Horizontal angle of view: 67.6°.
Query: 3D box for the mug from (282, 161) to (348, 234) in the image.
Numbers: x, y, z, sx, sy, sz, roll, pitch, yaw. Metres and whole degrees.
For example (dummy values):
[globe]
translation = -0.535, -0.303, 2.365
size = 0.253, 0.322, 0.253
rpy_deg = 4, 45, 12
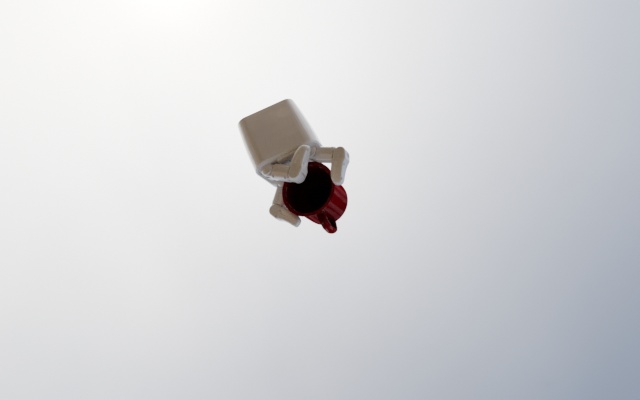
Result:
[mug]
translation = 0.001, 0.004, 0.787
size = 0.093, 0.117, 0.081
rpy_deg = -31, -27, 12
